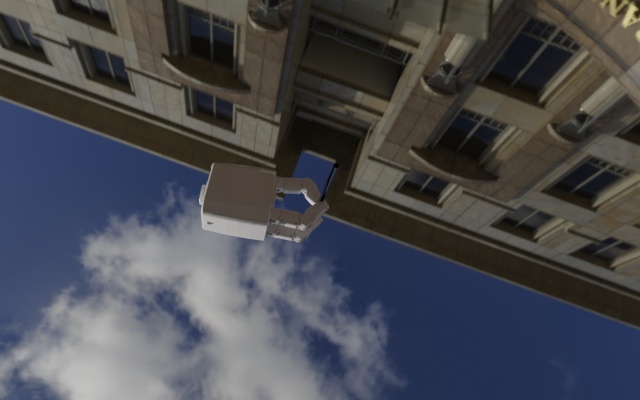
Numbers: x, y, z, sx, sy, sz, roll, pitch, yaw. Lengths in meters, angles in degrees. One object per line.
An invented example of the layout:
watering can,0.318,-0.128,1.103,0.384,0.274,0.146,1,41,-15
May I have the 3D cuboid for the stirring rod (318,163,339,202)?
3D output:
stirring rod,0.000,0.002,0.779,0.011,0.011,0.240,0,-25,-12
